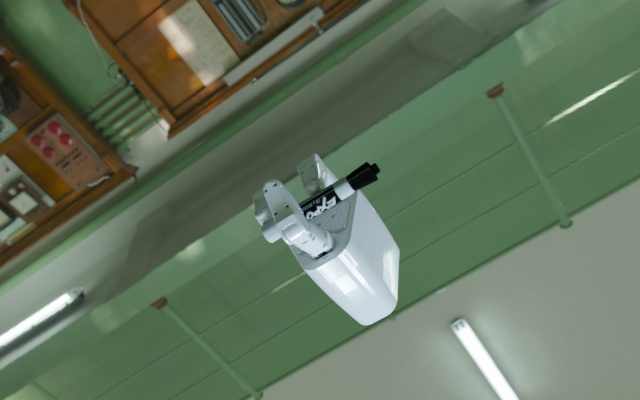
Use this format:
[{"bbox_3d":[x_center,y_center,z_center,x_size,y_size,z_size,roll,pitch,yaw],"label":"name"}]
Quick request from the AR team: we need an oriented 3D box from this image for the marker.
[{"bbox_3d":[0.000,0.001,0.430,0.121,0.020,0.020,-31,-9,15],"label":"marker"}]
